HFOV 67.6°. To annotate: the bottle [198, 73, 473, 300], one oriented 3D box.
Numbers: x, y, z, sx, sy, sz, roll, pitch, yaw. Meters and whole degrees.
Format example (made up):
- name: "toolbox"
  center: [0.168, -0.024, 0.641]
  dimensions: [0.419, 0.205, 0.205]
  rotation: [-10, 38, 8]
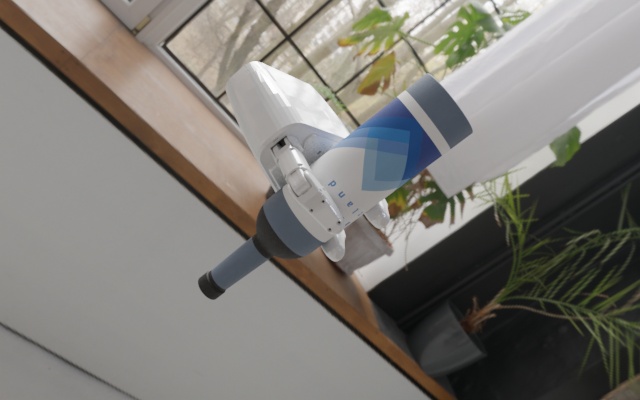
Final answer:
- name: "bottle"
  center: [0.000, 0.001, 0.452]
  dimensions: [0.296, 0.069, 0.069]
  rotation: [-37, -9, 12]
